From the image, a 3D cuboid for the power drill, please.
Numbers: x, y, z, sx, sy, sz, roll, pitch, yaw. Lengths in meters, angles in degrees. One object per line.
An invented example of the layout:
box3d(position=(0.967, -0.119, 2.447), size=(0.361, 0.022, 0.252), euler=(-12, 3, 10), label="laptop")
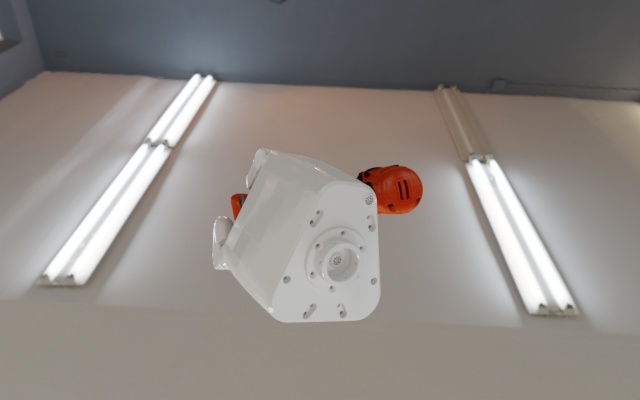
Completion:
box3d(position=(0.000, 0.002, 0.521), size=(0.187, 0.057, 0.184), euler=(-13, 1, -7), label="power drill")
